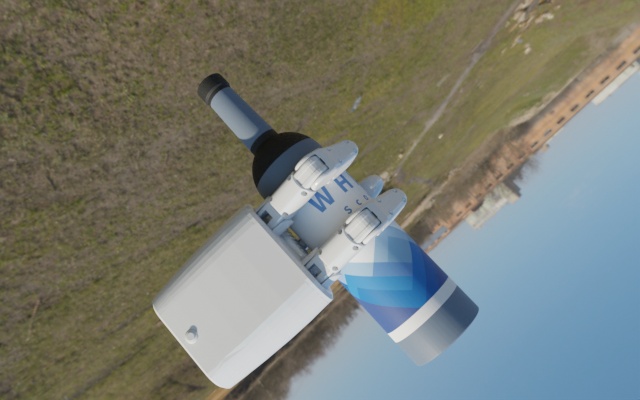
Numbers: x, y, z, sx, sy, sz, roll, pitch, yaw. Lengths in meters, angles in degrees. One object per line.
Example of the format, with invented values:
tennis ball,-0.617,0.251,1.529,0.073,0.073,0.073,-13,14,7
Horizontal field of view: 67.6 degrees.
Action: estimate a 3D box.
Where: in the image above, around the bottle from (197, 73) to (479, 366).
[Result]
bottle,0.000,0.001,0.400,0.069,0.295,0.069,-42,-11,-10
